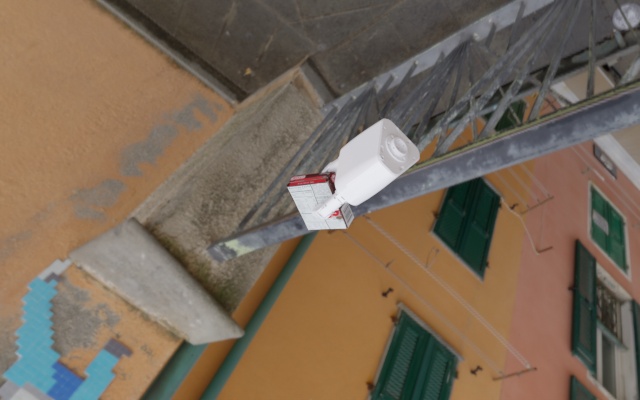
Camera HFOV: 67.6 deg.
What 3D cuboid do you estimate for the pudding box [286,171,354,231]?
[{"bbox_3d":[0.000,0.003,0.883,0.090,0.113,0.039,-4,35,30],"label":"pudding box"}]
